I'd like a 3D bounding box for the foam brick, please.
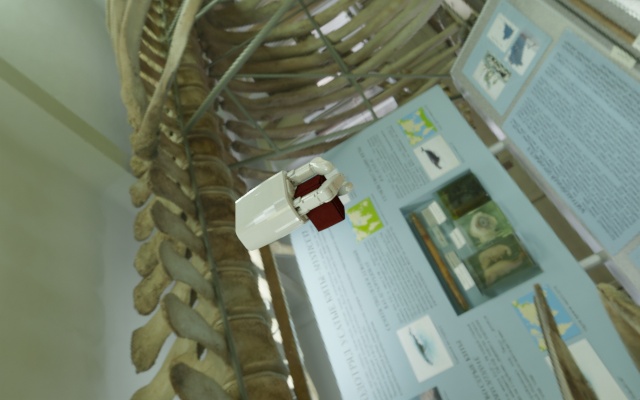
[{"bbox_3d":[0.000,0.003,0.797,0.051,0.078,0.053,-29,18,14],"label":"foam brick"}]
